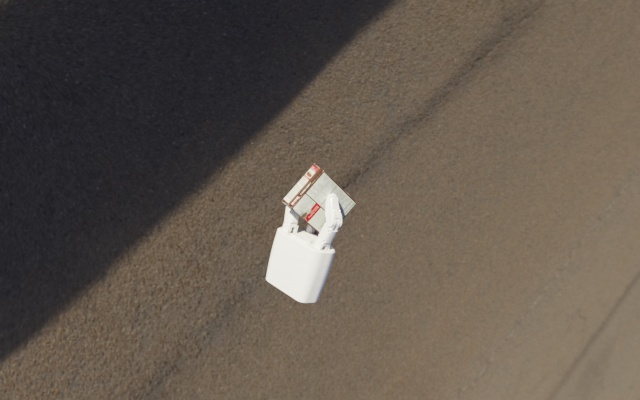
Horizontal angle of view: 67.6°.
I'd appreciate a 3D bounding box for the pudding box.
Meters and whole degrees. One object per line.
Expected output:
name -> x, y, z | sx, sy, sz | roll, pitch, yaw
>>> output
pudding box -> 0.000, 0.003, 0.857 | 0.113, 0.090, 0.039 | 43, -3, -41
